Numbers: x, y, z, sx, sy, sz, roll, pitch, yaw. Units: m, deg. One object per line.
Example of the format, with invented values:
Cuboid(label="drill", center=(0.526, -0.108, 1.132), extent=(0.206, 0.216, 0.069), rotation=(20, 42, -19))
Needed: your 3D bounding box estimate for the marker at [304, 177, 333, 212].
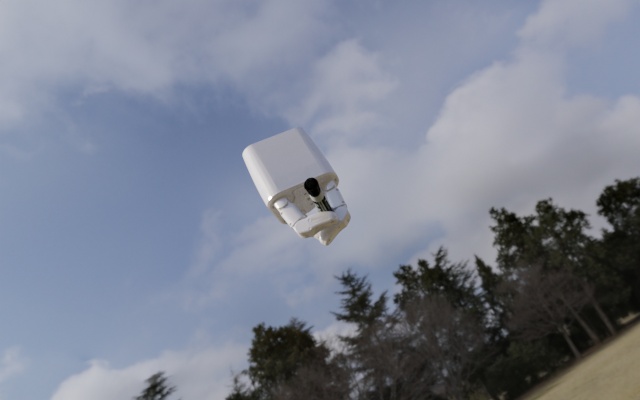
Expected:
Cuboid(label="marker", center=(0.000, 0.002, 0.645), extent=(0.020, 0.020, 0.121), rotation=(0, -24, 15))
